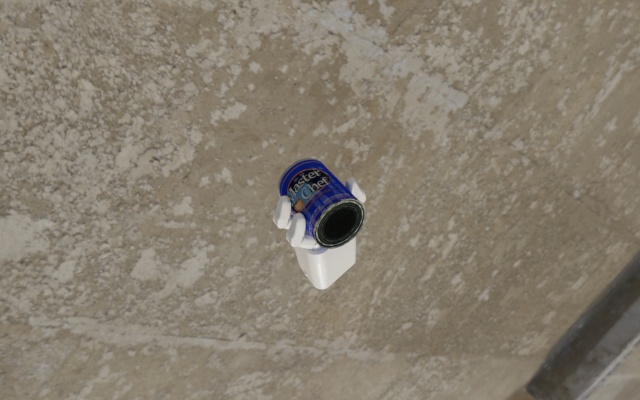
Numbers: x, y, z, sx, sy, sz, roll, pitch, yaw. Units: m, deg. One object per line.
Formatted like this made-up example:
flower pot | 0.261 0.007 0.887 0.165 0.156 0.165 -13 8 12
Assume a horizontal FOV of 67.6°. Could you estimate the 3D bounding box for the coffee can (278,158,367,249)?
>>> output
coffee can | 0.000 0.003 0.839 0.103 0.103 0.140 0 33 -35
